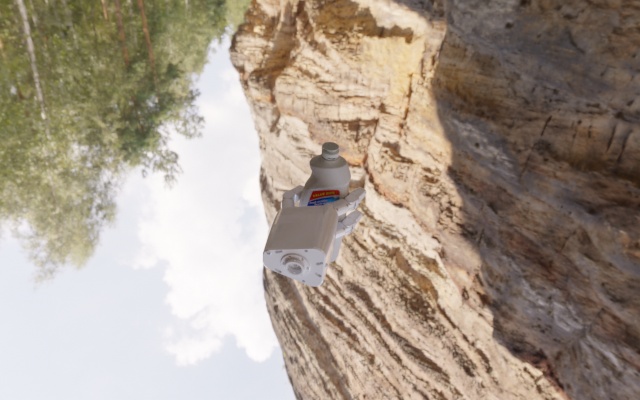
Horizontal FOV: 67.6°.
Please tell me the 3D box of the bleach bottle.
[{"bbox_3d":[0.000,0.003,0.896,0.102,0.251,0.068,10,39,6],"label":"bleach bottle"}]
